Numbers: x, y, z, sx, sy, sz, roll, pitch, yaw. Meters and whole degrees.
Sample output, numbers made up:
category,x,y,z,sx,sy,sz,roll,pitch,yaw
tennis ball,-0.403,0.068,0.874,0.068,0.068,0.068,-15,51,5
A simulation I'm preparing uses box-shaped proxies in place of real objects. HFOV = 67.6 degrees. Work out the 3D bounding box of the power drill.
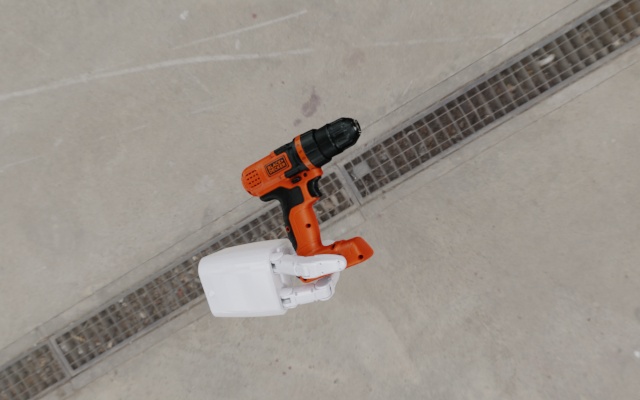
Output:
category,x,y,z,sx,sy,sz,roll,pitch,yaw
power drill,0.000,0.003,0.641,0.184,0.187,0.057,-26,-5,24
